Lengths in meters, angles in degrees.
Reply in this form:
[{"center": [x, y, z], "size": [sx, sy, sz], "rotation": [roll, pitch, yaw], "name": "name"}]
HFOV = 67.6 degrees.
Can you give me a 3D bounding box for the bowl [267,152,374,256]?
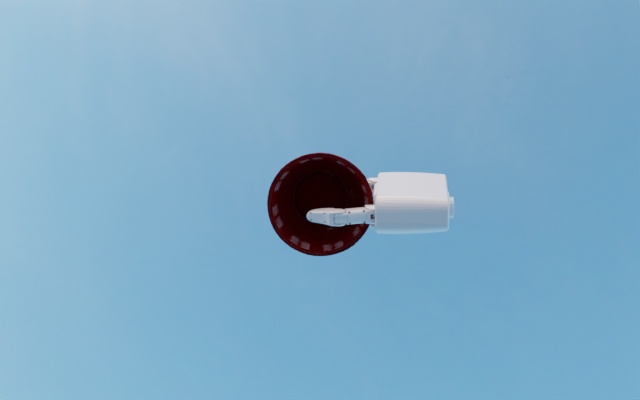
[{"center": [-0.001, 0.002, 0.745], "size": [0.162, 0.162, 0.055], "rotation": [0, 14, 1], "name": "bowl"}]
